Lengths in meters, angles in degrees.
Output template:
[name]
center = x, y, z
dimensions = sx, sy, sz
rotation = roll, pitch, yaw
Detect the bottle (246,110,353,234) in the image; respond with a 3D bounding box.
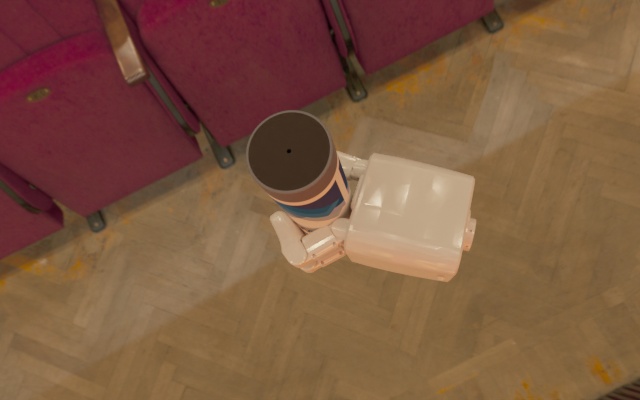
[bottle]
center = 0.000, 0.002, 0.492
dimensions = 0.069, 0.069, 0.296
rotation = 0, -15, 10
